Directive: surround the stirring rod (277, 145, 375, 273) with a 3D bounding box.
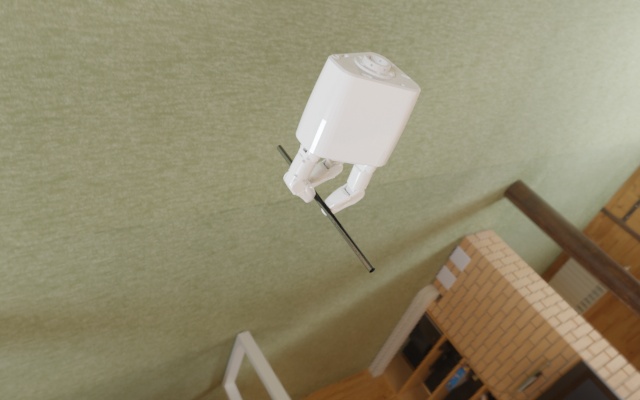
[{"bbox_3d":[0.000,0.002,0.619,0.011,0.011,0.239,0,41,-41],"label":"stirring rod"}]
